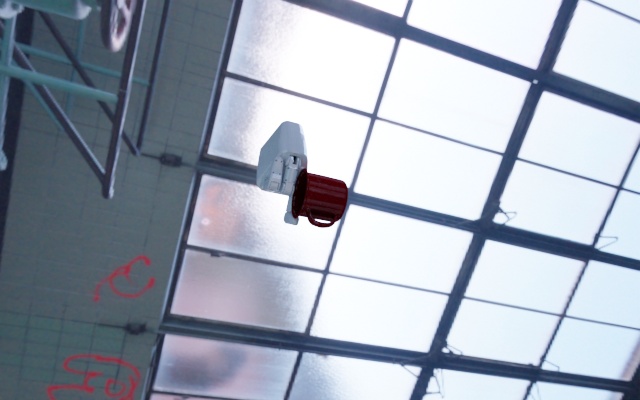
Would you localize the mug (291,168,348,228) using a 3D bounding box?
[{"bbox_3d":[0.000,0.004,0.864,0.081,0.093,0.117,12,41,-17],"label":"mug"}]
